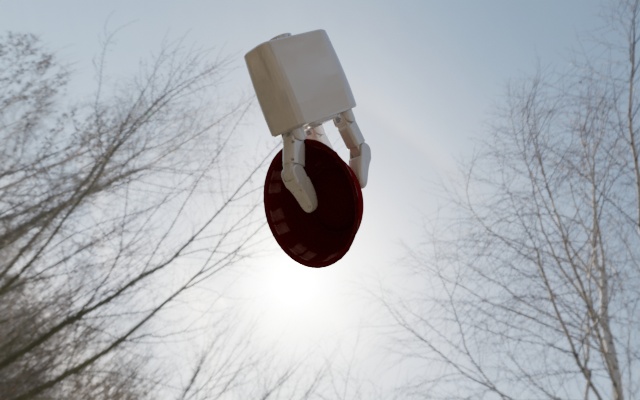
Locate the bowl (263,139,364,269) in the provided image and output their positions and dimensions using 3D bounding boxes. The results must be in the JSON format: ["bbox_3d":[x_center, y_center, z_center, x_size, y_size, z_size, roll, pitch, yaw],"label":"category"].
[{"bbox_3d":[0.000,0.003,0.608,0.162,0.162,0.055,0,7,42],"label":"bowl"}]
